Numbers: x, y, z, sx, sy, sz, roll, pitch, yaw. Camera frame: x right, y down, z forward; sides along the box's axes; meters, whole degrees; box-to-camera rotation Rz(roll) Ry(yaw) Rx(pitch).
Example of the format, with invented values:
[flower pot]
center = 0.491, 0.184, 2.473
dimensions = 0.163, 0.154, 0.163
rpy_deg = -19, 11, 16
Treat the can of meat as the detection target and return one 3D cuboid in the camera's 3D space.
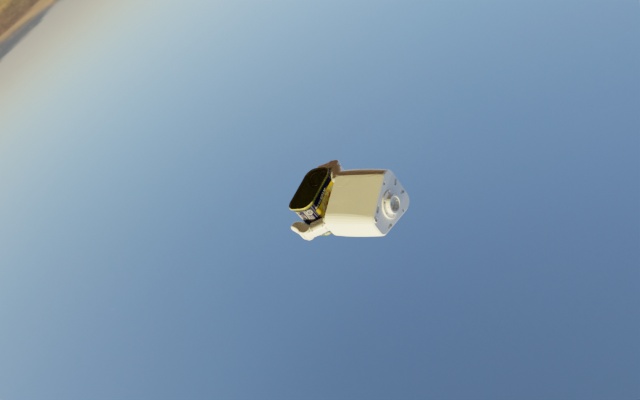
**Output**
[can of meat]
center = 0.000, 0.003, 0.899
dimensions = 0.057, 0.102, 0.084
rpy_deg = -4, -42, 42
